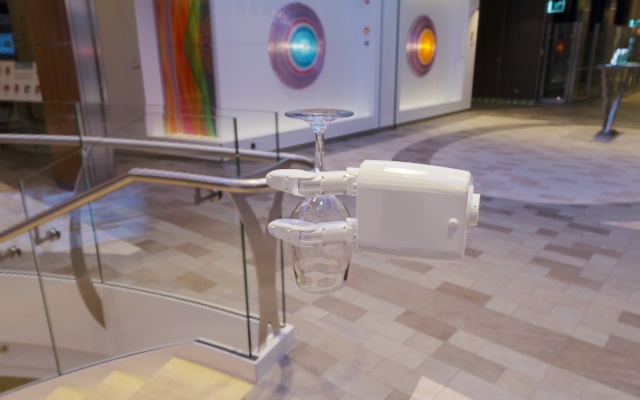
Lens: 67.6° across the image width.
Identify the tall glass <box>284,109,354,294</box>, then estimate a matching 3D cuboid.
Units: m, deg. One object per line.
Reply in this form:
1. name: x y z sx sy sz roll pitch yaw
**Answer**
1. tall glass: 0.000 0.001 0.538 0.079 0.201 0.079 0 18 0
